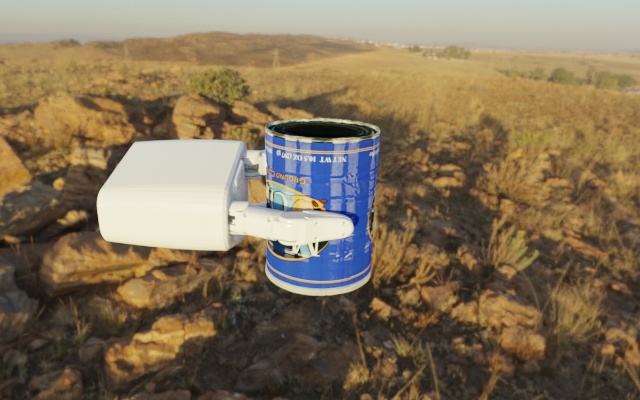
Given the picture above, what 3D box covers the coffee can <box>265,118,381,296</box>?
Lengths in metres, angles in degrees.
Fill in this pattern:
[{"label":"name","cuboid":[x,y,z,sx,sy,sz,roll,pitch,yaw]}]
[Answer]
[{"label":"coffee can","cuboid":[0.000,0.002,0.443,0.103,0.140,0.102,2,19,-1]}]
